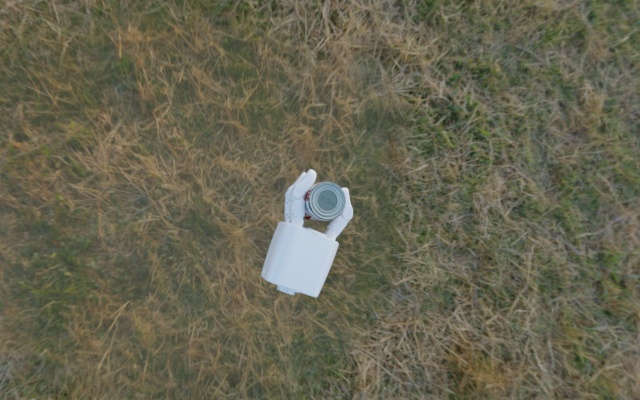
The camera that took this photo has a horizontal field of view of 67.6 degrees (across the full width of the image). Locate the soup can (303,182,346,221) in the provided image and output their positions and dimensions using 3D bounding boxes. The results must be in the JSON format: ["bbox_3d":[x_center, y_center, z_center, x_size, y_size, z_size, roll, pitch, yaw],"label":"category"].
[{"bbox_3d":[0.000,0.002,0.860,0.068,0.068,0.102,0,-3,-14],"label":"soup can"}]
